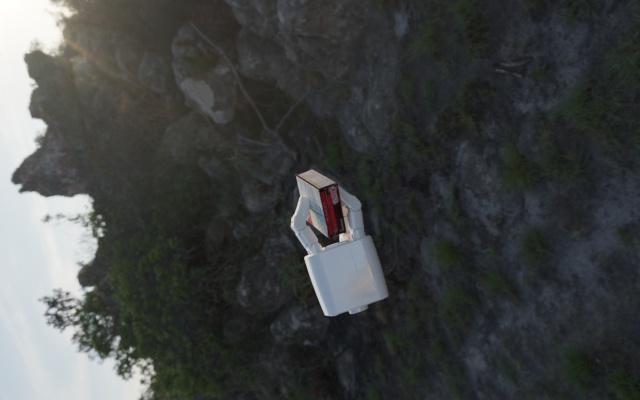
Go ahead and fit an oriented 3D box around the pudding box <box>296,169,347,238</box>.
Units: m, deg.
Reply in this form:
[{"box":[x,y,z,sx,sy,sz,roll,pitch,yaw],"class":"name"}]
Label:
[{"box":[0.000,0.003,0.812,0.039,0.090,0.113,-18,22,-20],"class":"pudding box"}]
